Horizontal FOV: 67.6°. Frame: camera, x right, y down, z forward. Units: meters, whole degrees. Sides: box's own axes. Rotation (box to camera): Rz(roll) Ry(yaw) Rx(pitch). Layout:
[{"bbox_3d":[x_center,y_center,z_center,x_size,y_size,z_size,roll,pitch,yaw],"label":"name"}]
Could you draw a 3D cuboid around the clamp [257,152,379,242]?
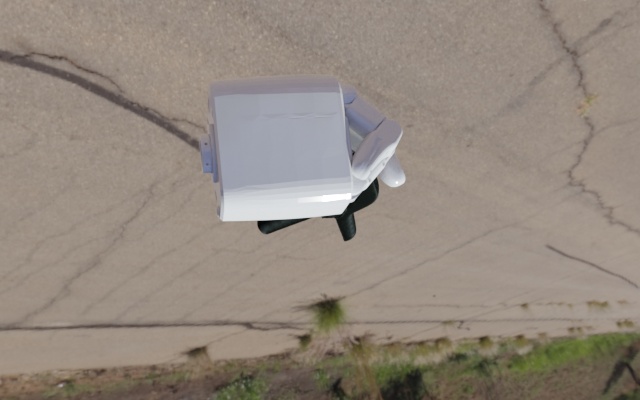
[{"bbox_3d":[0.000,0.002,0.504,0.120,0.039,0.172,-3,-29,-16],"label":"clamp"}]
